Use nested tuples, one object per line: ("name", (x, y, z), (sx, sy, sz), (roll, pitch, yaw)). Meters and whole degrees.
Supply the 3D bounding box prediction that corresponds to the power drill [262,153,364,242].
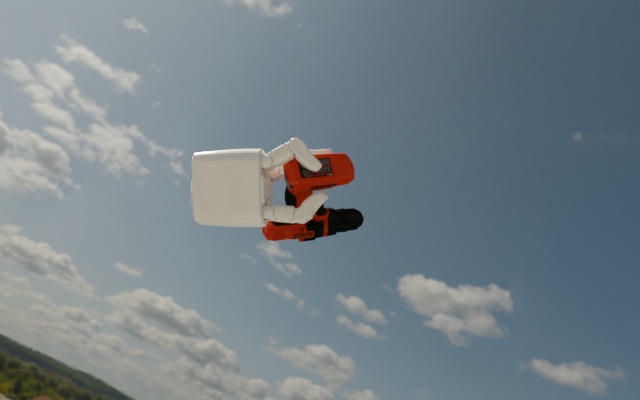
("power drill", (0.000, 0.002, 0.790), (0.184, 0.057, 0.188), (-7, -35, -16))
